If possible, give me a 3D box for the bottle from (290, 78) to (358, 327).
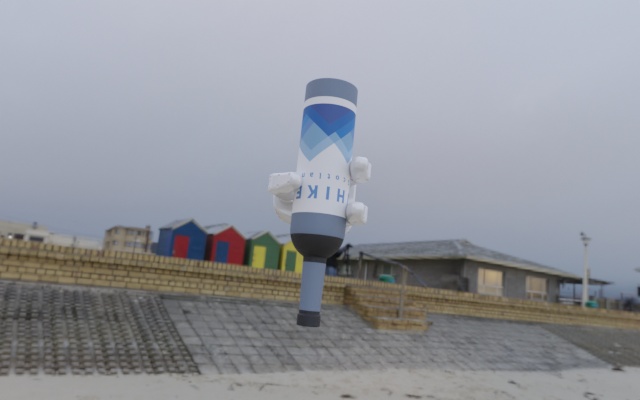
[{"bbox_3d":[0.000,0.002,0.581,0.069,0.295,0.069,6,-10,1],"label":"bottle"}]
